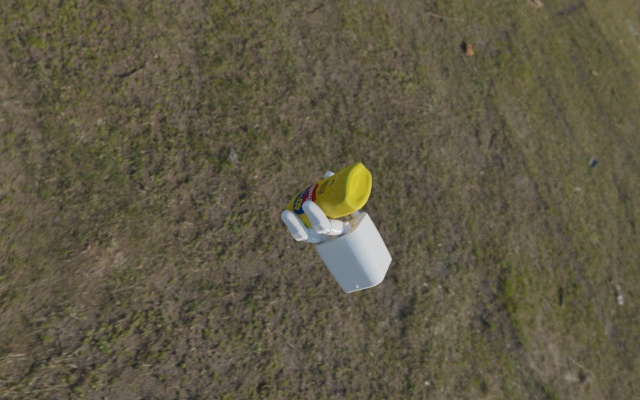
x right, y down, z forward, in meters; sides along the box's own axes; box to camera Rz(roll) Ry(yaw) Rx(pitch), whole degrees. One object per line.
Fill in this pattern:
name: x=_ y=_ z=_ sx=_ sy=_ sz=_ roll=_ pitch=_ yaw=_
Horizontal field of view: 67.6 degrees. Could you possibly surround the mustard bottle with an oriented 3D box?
mustard bottle: x=0.000 y=0.002 z=0.849 sx=0.058 sy=0.096 sz=0.192 roll=42 pitch=-43 yaw=-23
